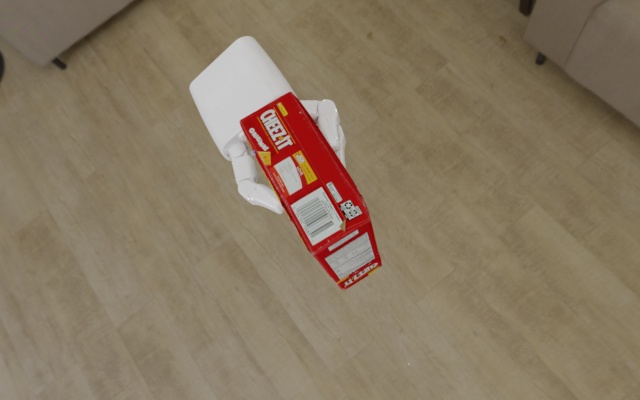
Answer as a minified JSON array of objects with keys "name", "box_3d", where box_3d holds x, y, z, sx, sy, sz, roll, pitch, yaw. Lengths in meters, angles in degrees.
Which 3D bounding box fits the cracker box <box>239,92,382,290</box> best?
[{"name":"cracker box","box_3d":[0.000,0.002,0.550,0.072,0.164,0.214,-31,-21,-1]}]
